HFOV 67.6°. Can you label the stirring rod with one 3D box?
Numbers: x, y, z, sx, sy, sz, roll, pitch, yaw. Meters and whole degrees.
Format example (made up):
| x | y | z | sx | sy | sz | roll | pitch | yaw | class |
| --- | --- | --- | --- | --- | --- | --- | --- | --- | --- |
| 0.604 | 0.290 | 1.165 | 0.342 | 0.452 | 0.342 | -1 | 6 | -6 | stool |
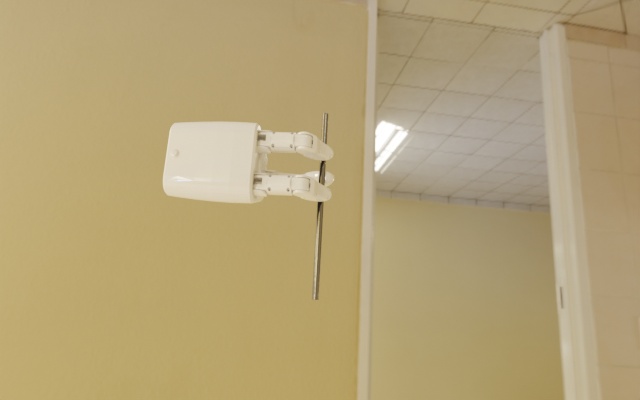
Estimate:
| x | y | z | sx | sy | sz | roll | pitch | yaw | class |
| --- | --- | --- | --- | --- | --- | --- | --- | --- | --- |
| 0.000 | 0.002 | 0.599 | 0.011 | 0.239 | 0.011 | 3 | -15 | 1 | stirring rod |
